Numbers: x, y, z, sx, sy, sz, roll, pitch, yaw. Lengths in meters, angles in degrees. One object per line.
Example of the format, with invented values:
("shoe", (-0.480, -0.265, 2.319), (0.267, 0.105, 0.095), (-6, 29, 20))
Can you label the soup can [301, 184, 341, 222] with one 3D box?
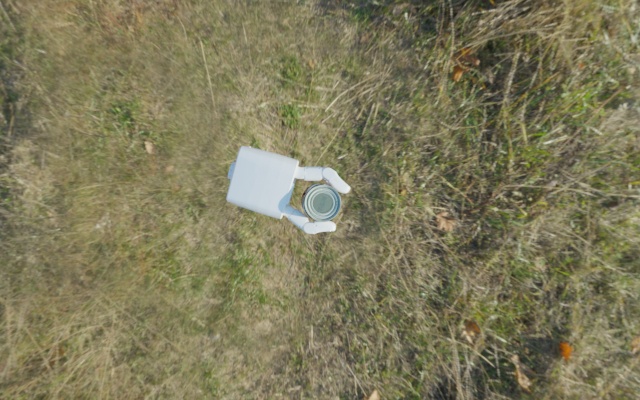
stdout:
("soup can", (0.001, 0.003, 0.874), (0.068, 0.068, 0.102), (0, 2, -4))
